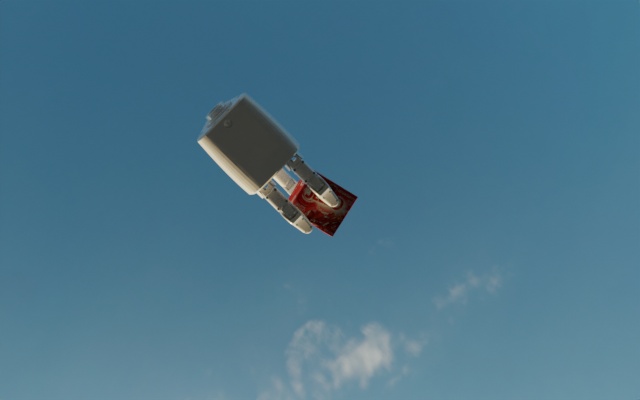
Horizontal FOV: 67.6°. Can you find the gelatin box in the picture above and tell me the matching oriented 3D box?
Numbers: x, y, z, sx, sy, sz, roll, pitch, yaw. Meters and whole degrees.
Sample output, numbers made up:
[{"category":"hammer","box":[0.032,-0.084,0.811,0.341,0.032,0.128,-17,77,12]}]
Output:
[{"category":"gelatin box","box":[0.000,0.002,0.720,0.089,0.073,0.030,31,4,-26]}]
